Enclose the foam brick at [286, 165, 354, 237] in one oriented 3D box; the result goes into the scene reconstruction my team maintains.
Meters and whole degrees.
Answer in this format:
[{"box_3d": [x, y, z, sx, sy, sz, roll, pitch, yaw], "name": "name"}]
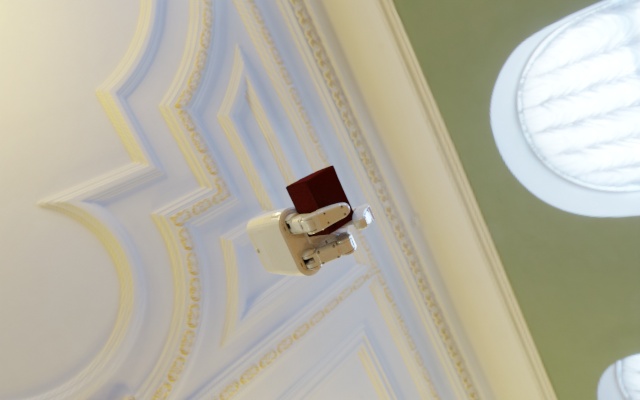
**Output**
[{"box_3d": [0.000, 0.002, 0.633, 0.053, 0.078, 0.051, -30, 11, -34], "name": "foam brick"}]
